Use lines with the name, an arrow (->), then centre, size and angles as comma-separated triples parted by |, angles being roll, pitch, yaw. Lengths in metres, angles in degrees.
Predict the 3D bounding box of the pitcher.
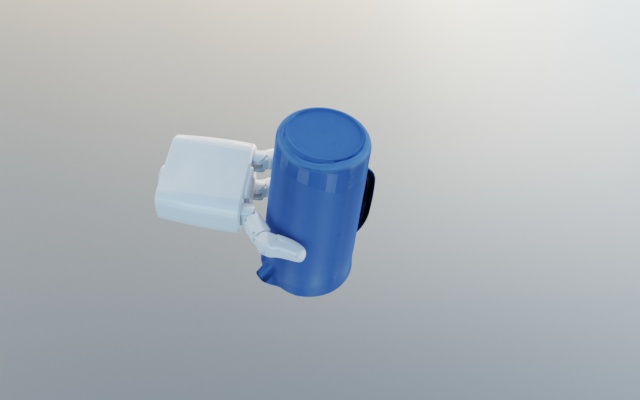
pitcher -> 0.000, 0.002, 0.617 | 0.145, 0.149, 0.243 | 11, -42, 1
